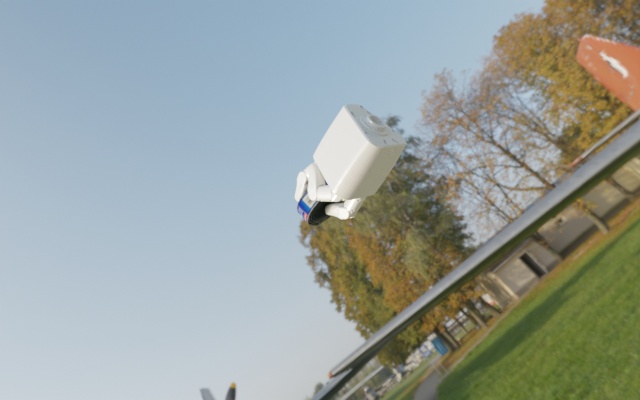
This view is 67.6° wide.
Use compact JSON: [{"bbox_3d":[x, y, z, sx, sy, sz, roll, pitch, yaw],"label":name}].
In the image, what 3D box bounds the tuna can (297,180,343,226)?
[{"bbox_3d":[0.000,0.002,0.848,0.033,0.086,0.086,45,21,24],"label":"tuna can"}]
